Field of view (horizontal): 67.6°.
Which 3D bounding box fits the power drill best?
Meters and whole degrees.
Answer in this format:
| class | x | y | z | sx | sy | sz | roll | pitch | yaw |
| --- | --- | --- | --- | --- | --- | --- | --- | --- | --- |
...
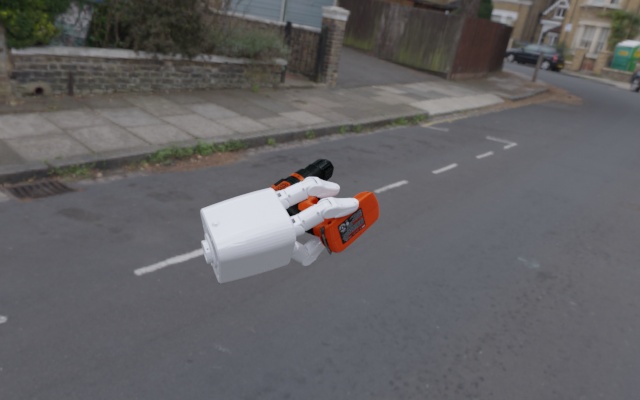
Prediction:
| class | x | y | z | sx | sy | sz | roll | pitch | yaw |
| --- | --- | --- | --- | --- | --- | --- | --- | --- | --- |
| power drill | 0.000 | 0.003 | 0.762 | 0.184 | 0.057 | 0.187 | -40 | 37 | -27 |
